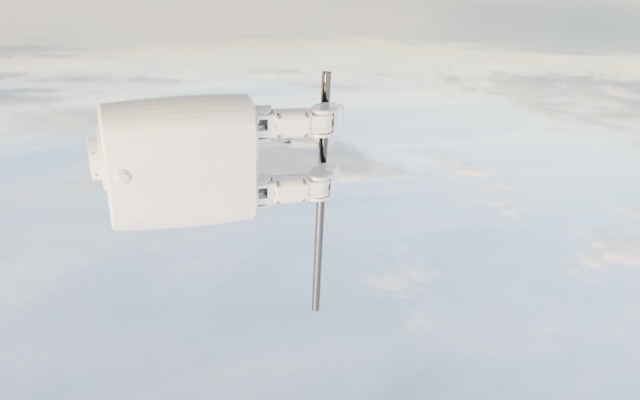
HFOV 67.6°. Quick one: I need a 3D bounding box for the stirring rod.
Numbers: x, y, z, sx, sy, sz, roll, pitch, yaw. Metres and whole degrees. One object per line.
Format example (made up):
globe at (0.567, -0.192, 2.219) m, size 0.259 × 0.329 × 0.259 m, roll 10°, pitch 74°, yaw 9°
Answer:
stirring rod at (0.000, 0.001, 0.454) m, size 0.011 × 0.240 × 0.011 m, roll 2°, pitch 22°, yaw -1°
